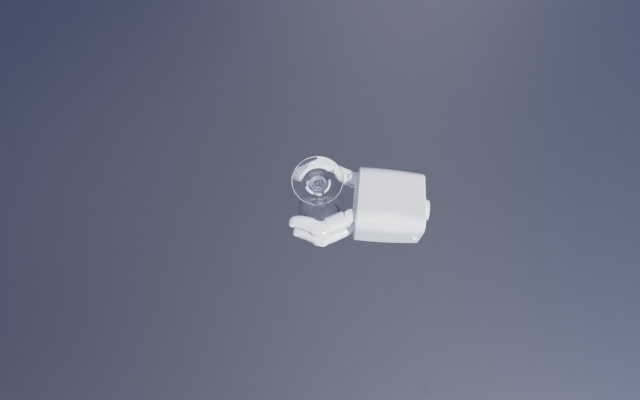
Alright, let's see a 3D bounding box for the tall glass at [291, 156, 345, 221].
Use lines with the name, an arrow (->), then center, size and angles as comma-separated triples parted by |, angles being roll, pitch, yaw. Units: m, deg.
tall glass -> 0.000, 0.002, 0.766 | 0.079, 0.079, 0.201 | 0, -18, 2
